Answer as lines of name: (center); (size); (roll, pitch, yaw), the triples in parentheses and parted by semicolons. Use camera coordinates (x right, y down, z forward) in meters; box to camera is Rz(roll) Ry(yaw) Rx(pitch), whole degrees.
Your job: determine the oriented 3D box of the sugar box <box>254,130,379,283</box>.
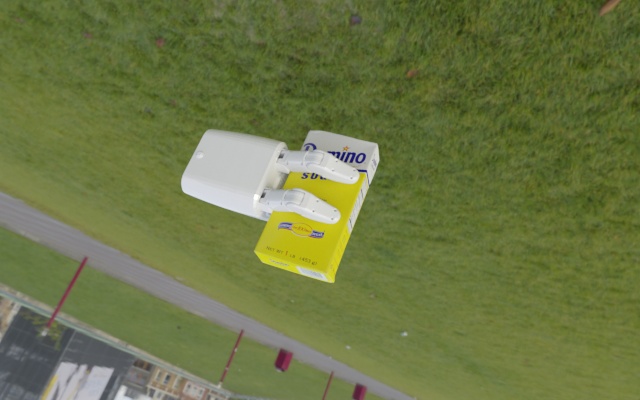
sugar box: (0.000, 0.002, 0.573); (0.093, 0.176, 0.048); (15, -21, 17)
